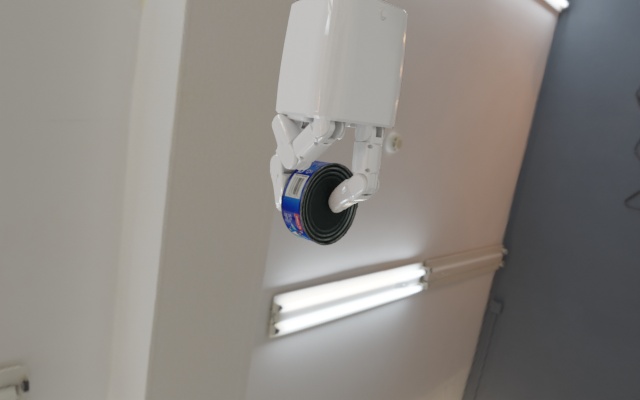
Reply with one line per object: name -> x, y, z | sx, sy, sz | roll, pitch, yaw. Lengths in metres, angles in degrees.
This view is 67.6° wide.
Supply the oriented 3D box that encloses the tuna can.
tuna can -> 0.000, 0.002, 0.501 | 0.033, 0.086, 0.086 | 13, 9, 43
